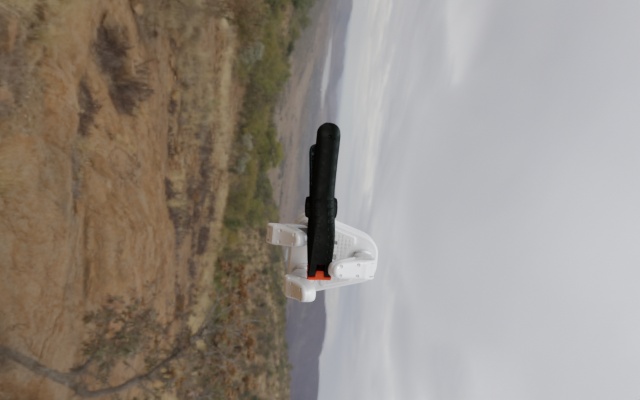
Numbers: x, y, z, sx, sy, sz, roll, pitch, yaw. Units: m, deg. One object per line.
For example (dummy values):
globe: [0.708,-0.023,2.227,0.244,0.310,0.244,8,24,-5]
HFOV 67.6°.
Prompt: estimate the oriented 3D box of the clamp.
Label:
clamp: [0.001,0.002,0.547,0.039,0.171,0.120,5,3,0]
